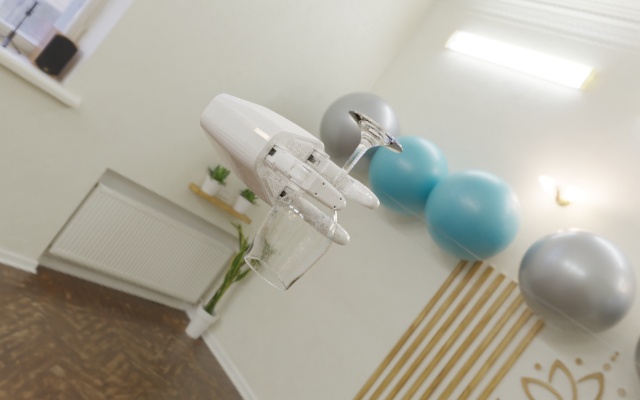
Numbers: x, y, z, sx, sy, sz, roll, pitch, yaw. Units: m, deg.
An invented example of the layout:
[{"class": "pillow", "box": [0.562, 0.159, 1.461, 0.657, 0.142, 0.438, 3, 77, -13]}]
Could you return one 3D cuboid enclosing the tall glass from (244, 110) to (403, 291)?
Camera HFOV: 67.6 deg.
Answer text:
[{"class": "tall glass", "box": [0.001, 0.001, 0.528, 0.079, 0.201, 0.079, 37, 0, 0]}]
